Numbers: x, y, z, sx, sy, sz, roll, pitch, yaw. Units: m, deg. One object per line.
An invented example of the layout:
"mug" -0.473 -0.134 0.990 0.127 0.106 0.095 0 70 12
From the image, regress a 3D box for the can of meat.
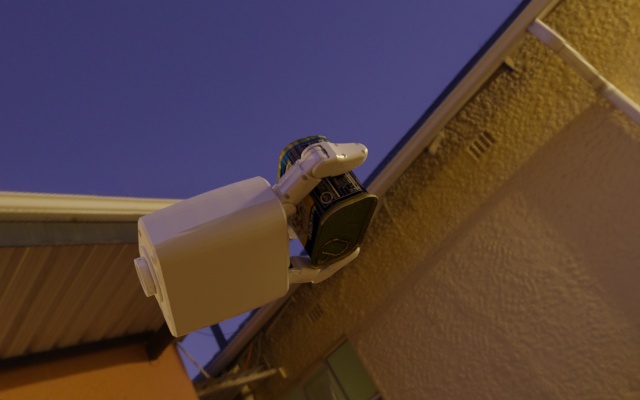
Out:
"can of meat" 0.000 0.001 0.448 0.057 0.084 0.102 -21 -30 -24
